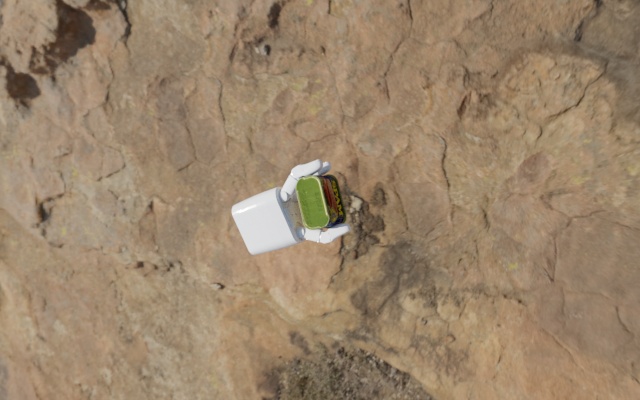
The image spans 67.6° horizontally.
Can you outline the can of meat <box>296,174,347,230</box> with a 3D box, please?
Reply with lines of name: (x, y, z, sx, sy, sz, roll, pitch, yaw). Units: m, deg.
can of meat: (0.000, 0.003, 0.877, 0.057, 0.102, 0.084, -15, -5, 22)
